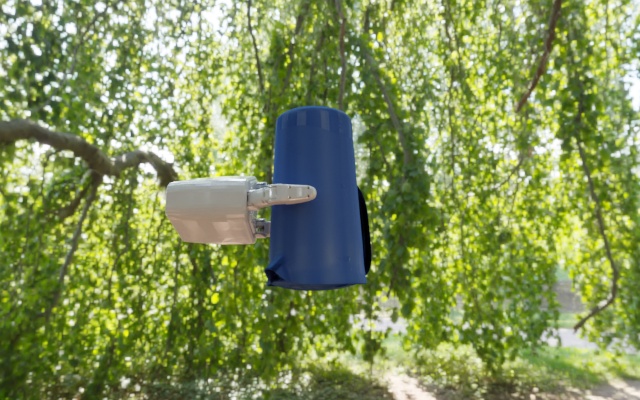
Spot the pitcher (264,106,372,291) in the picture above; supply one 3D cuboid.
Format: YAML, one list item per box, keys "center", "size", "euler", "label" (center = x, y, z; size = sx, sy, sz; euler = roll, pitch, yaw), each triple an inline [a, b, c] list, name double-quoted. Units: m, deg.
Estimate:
- center: [0.000, 0.002, 0.664]
  size: [0.145, 0.242, 0.149]
  euler: [-1, -11, 2]
  label: "pitcher"
